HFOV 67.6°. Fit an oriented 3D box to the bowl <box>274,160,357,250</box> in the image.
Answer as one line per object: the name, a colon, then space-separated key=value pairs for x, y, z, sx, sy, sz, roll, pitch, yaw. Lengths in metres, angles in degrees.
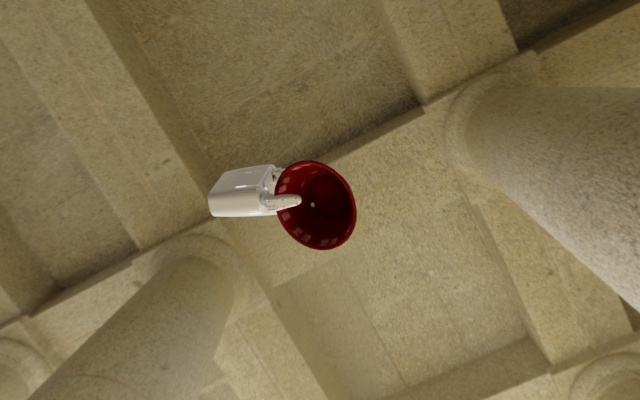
bowl: x=0.002 y=0.003 z=0.833 sx=0.162 sy=0.162 sz=0.055 roll=0 pitch=18 yaw=30
